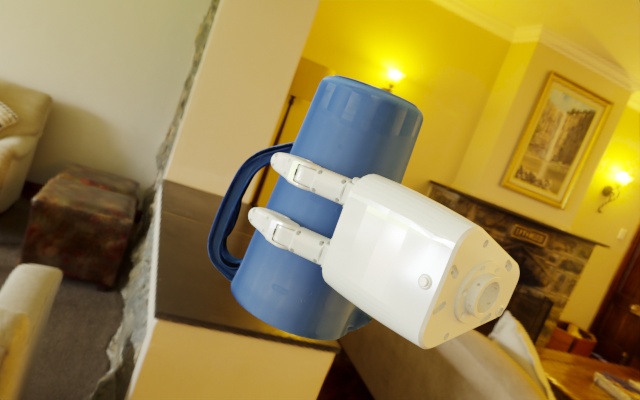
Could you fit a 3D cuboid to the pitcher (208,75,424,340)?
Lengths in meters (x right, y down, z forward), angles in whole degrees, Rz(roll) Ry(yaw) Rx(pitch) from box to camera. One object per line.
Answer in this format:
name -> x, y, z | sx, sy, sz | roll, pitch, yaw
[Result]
pitcher -> 0.000, 0.002, 0.485 | 0.149, 0.243, 0.145 | 14, 11, -41
